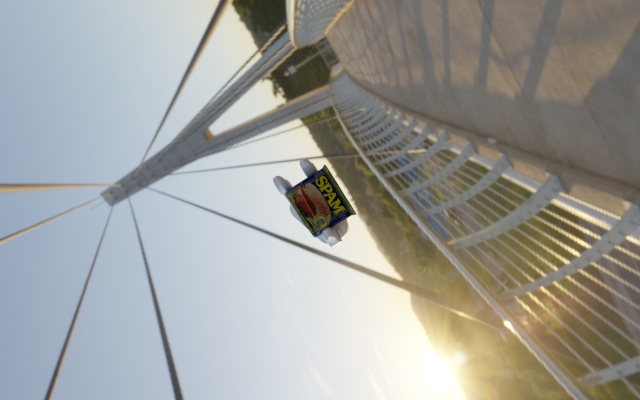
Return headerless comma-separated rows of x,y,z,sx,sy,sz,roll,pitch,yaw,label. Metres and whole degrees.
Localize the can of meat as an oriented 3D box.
0.000,0.003,0.823,0.084,0.102,0.057,-32,-2,5,can of meat
